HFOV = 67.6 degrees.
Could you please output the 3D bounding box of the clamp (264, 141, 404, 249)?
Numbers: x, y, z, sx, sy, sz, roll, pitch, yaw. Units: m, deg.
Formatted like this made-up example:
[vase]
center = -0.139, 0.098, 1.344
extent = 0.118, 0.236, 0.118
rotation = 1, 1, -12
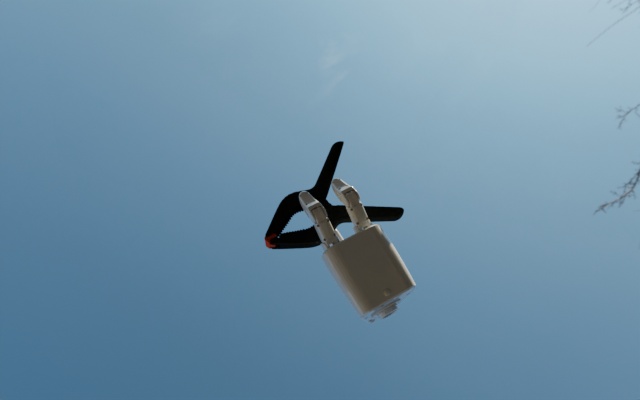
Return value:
[clamp]
center = 0.000, 0.003, 0.737
extent = 0.210, 0.164, 0.036
rotation = -26, -24, -15
